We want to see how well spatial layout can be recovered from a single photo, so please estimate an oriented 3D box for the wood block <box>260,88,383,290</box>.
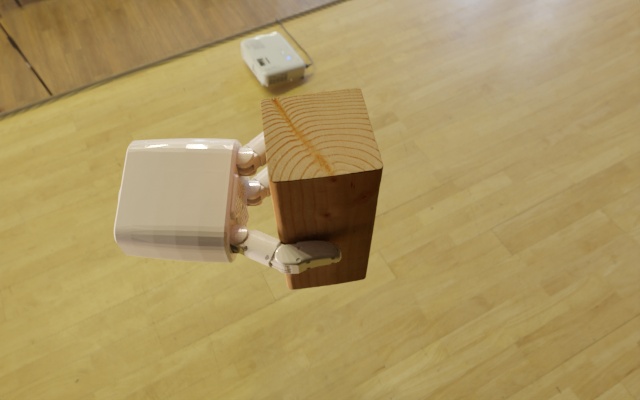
[{"bbox_3d":[0.000,0.002,0.469,0.090,0.090,0.206,-7,-33,-4],"label":"wood block"}]
